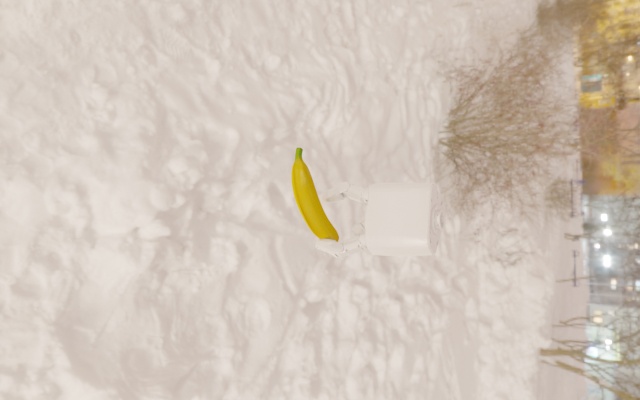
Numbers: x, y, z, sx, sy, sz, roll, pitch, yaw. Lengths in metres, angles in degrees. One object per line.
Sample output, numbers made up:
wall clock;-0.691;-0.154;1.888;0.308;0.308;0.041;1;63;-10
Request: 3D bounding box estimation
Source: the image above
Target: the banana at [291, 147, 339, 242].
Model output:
banana;-0.009;0.010;0.809;0.037;0.198;0.069;-2;34;30
